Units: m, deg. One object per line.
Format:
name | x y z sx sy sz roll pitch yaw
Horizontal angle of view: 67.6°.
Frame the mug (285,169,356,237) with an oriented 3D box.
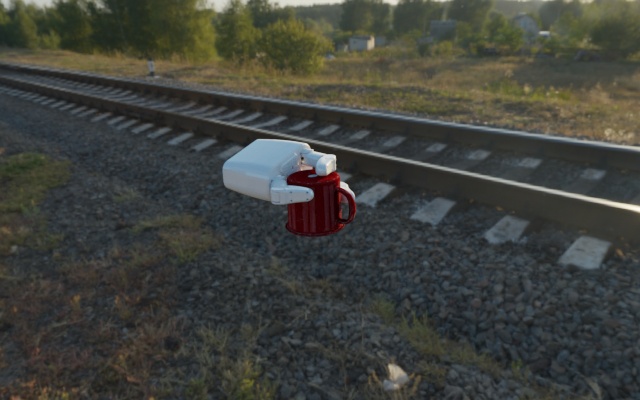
mug | 0.001 0.002 0.722 0.117 0.081 0.093 11 23 34
